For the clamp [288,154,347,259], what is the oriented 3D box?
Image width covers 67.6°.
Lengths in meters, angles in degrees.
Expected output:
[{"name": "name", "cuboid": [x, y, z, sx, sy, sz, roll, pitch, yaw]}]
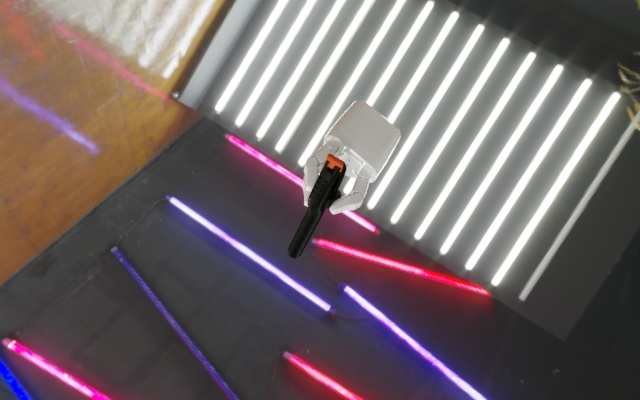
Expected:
[{"name": "clamp", "cuboid": [0.001, 0.003, 0.791, 0.036, 0.164, 0.210, 30, -26, 8]}]
